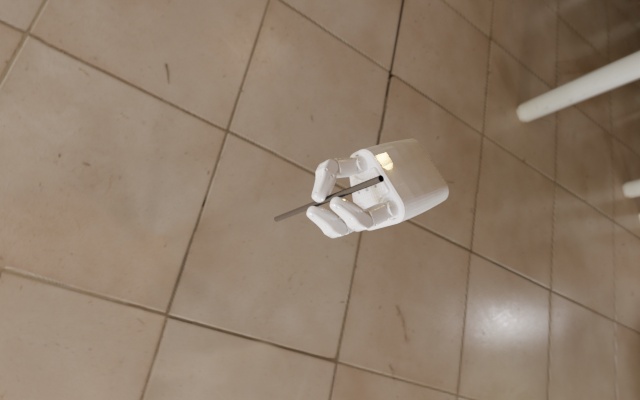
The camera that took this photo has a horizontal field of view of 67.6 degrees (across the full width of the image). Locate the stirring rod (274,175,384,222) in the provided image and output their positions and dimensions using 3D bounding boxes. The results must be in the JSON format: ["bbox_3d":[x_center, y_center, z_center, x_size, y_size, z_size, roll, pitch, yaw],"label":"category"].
[{"bbox_3d":[0.000,0.002,0.618,0.011,0.011,0.239,0,-13,-34],"label":"stirring rod"}]
